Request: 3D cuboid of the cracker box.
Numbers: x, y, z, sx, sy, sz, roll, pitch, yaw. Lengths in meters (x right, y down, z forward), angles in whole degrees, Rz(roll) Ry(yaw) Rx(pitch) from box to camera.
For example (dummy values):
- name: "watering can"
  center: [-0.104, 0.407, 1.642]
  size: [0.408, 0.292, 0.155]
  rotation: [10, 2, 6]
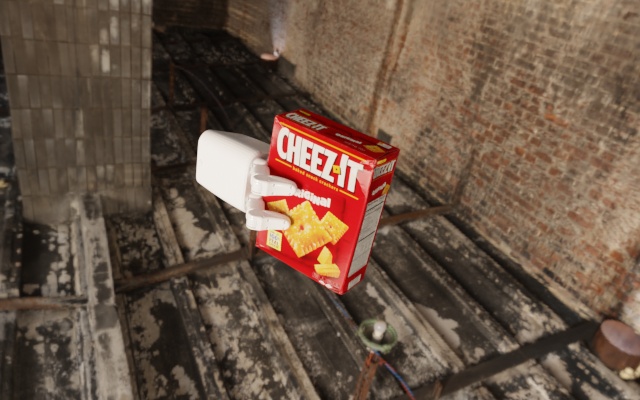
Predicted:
- name: "cracker box"
  center: [0.000, 0.002, 0.669]
  size: [0.164, 0.214, 0.072]
  rotation: [27, 32, 26]
